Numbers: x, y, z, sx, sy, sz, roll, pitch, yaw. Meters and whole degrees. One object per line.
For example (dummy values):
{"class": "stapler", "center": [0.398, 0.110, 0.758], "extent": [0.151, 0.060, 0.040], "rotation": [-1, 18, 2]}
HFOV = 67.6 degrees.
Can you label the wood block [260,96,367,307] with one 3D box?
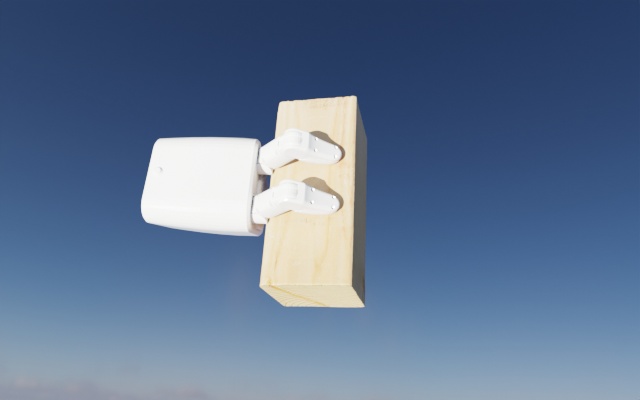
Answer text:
{"class": "wood block", "center": [0.000, 0.002, 0.512], "extent": [0.090, 0.206, 0.091], "rotation": [-2, -25, 12]}
